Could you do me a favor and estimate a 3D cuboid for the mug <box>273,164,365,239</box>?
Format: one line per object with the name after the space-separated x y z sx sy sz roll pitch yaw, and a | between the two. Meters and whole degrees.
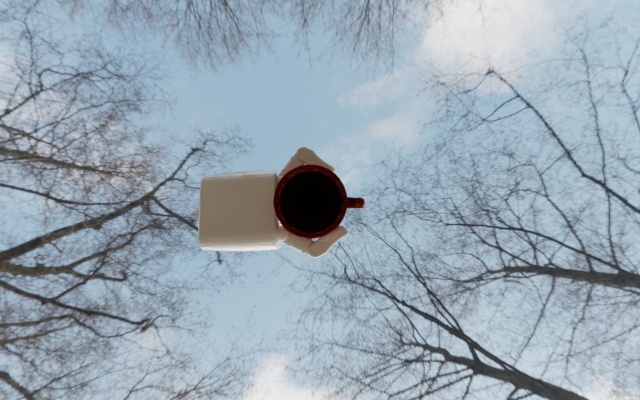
0.002 0.002 0.635 0.117 0.093 0.081 -1 -2 1 | mug
